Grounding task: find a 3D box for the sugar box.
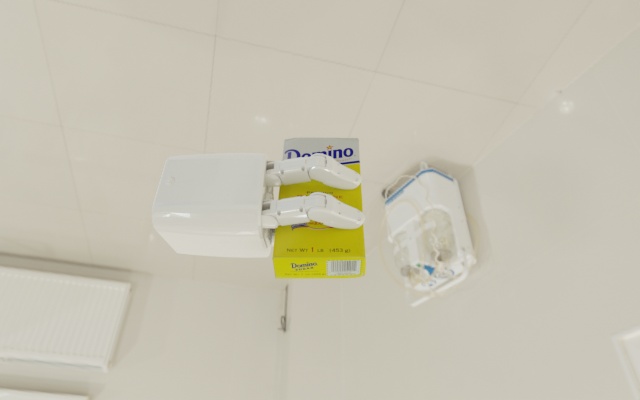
[{"bbox_3d":[0.000,0.001,0.529,0.093,0.176,0.048,0,-39,0],"label":"sugar box"}]
